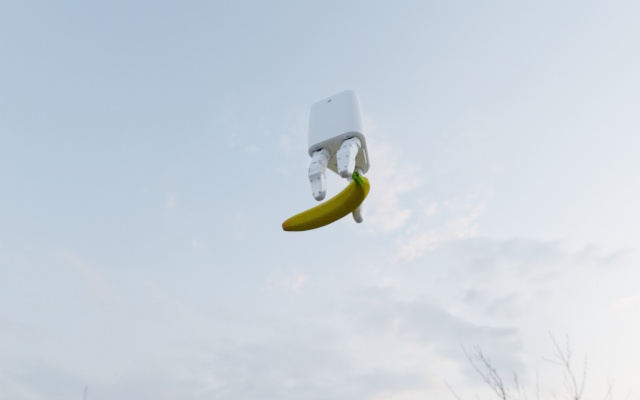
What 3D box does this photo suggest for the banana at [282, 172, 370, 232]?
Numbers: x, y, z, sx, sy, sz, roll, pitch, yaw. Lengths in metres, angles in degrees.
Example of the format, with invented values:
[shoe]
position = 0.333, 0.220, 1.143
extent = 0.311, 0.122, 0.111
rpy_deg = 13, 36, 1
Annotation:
[banana]
position = 0.017, 0.007, 0.765
extent = 0.070, 0.037, 0.198
rpy_deg = 22, -40, -31
